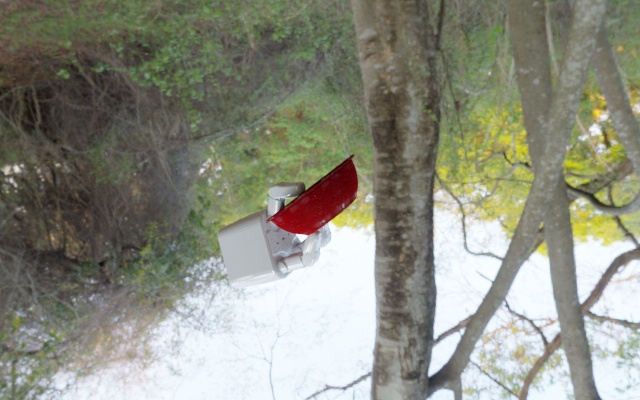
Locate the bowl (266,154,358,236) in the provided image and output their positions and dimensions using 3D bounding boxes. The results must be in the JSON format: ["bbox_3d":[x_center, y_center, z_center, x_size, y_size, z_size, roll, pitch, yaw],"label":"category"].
[{"bbox_3d":[0.001,0.002,0.695,0.162,0.055,0.162,-38,2,2],"label":"bowl"}]
